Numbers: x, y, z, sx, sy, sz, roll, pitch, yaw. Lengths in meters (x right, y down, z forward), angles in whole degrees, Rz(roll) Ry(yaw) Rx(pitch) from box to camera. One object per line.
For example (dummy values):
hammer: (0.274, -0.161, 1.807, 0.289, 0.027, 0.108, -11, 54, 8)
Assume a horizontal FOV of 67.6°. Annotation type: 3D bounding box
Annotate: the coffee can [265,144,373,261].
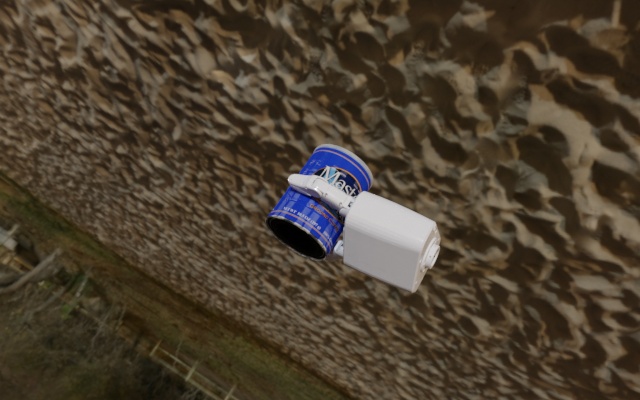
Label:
coffee can: (0.000, 0.002, 0.701, 0.103, 0.140, 0.103, 27, -25, 14)
